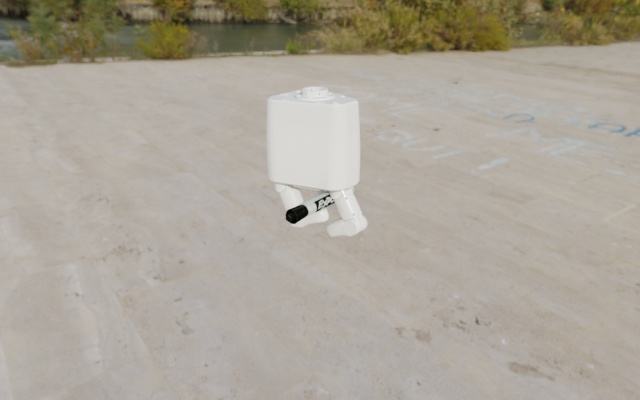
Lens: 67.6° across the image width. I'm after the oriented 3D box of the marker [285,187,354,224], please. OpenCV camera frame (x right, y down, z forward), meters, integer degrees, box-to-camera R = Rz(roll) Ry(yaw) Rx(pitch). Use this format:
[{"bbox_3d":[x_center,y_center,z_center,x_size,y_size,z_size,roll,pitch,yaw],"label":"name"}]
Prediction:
[{"bbox_3d":[0.000,0.002,0.594,0.020,0.020,0.121,0,18,41],"label":"marker"}]
